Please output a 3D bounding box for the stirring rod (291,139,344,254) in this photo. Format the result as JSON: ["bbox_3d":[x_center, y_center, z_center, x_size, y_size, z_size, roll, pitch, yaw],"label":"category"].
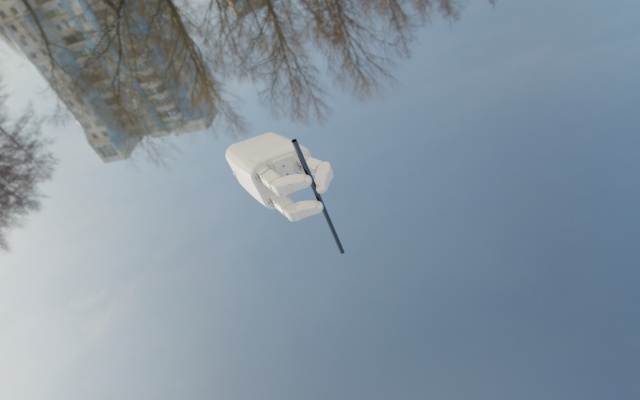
[{"bbox_3d":[0.000,0.002,0.746,0.011,0.240,0.011,-14,39,12],"label":"stirring rod"}]
